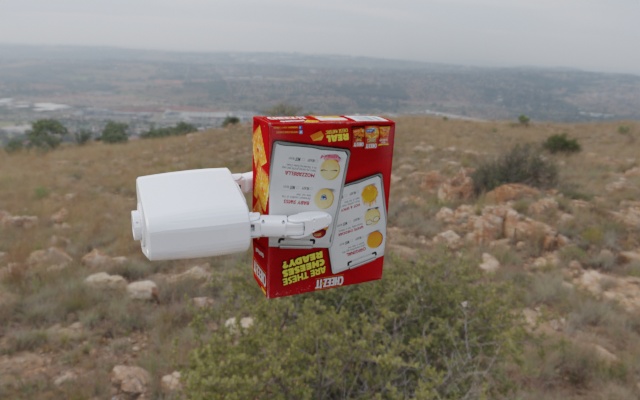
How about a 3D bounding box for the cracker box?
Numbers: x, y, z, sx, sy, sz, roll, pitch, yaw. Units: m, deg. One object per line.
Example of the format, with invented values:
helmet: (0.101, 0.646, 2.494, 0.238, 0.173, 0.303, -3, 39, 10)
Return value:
cracker box: (0.000, 0.002, 0.602, 0.164, 0.214, 0.072, -5, 19, -23)
